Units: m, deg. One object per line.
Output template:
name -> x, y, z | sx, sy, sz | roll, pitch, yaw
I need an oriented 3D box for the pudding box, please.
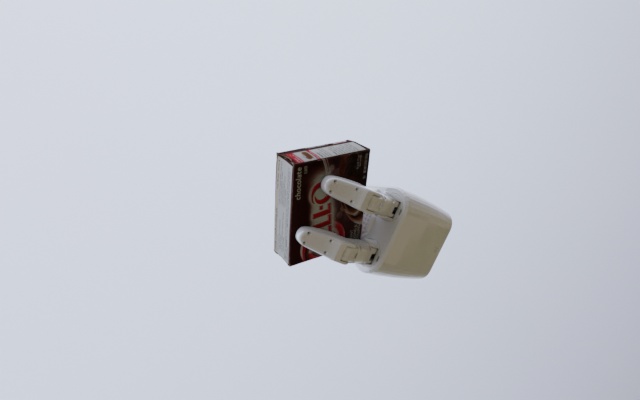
pudding box -> 0.000, 0.001, 0.479 | 0.090, 0.113, 0.039 | -15, 30, -33
